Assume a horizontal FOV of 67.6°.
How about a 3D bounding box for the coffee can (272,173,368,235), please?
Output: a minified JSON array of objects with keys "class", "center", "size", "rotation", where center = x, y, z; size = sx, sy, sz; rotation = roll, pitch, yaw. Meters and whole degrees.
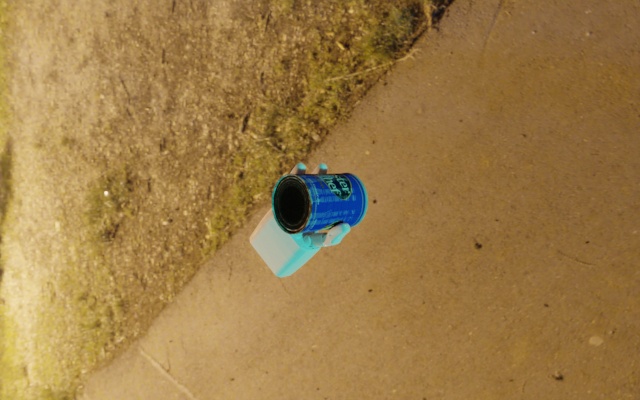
[{"class":"coffee can","center":[0.000,0.003,0.842],"size":[0.140,0.103,0.103],"rotation":[-4,3,-44]}]
